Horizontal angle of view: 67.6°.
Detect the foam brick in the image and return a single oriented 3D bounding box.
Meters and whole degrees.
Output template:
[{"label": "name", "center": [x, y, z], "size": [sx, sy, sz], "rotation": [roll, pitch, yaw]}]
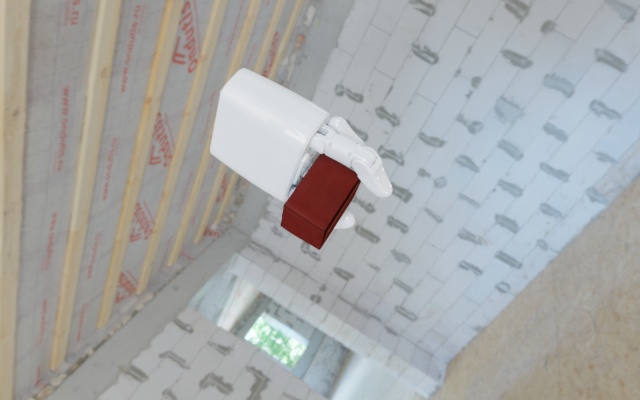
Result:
[{"label": "foam brick", "center": [0.000, 0.002, 0.499], "size": [0.051, 0.078, 0.053], "rotation": [31, -27, 6]}]
